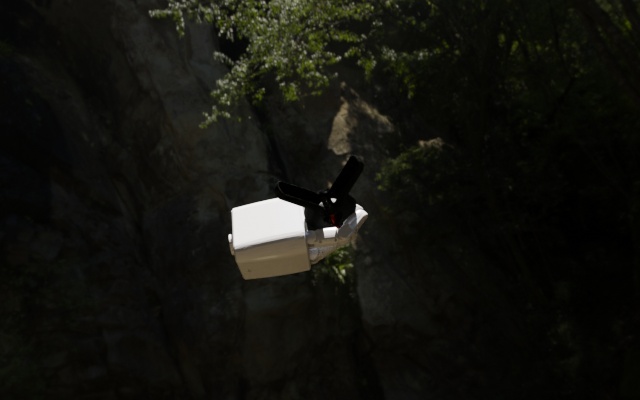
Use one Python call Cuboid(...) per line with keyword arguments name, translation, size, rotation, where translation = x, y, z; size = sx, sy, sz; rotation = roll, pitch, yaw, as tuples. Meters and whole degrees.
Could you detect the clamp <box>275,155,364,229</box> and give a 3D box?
Cuboid(name="clamp", translation=(0.000, 0.002, 0.678), size=(0.120, 0.039, 0.172), rotation=(-10, -31, -4))
